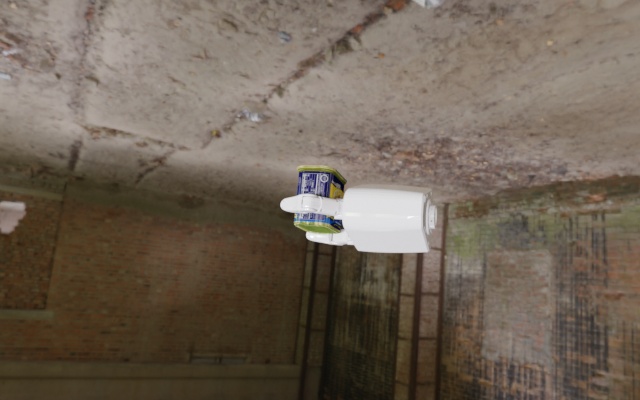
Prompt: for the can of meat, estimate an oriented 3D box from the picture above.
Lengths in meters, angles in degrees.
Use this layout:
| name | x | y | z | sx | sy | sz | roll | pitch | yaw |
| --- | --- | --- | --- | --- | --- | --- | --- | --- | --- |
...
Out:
| name | x | y | z | sx | sy | sz | roll | pitch | yaw |
| --- | --- | --- | --- | --- | --- | --- | --- | --- | --- |
| can of meat | 0.000 | 0.003 | 0.697 | 0.057 | 0.084 | 0.102 | 2 | -11 | 17 |
